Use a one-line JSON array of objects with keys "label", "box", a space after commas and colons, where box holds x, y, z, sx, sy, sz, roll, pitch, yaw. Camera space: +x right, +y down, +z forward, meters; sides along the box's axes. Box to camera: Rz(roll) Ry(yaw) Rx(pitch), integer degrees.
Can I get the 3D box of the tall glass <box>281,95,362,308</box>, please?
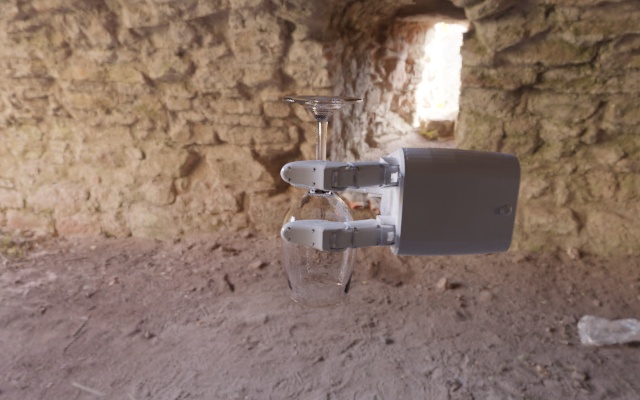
[{"label": "tall glass", "box": [0.000, 0.001, 0.468, 0.079, 0.201, 0.079, 1, 16, 0]}]
